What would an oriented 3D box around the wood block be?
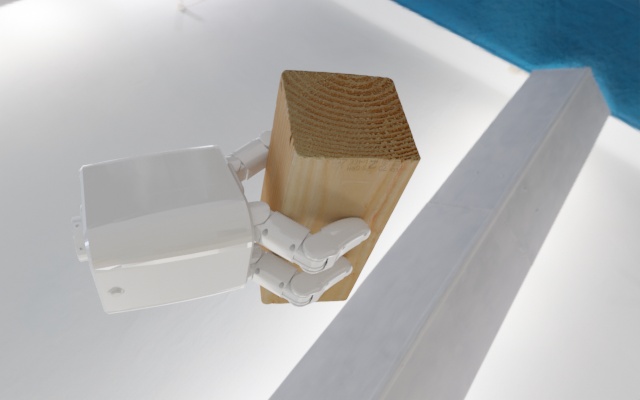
[{"bbox_3d":[0.000,0.001,0.413,0.090,0.090,0.206,0,-38,-15],"label":"wood block"}]
